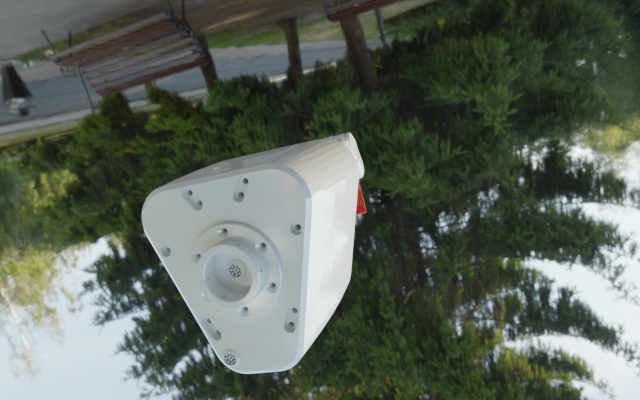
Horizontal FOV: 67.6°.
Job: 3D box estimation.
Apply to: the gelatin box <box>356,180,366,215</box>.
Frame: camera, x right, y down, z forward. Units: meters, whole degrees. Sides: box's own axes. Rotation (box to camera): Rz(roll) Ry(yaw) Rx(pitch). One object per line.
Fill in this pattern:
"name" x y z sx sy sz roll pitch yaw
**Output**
"gelatin box" 0.000 0.002 0.422 0.073 0.030 0.089 -13 3 3
